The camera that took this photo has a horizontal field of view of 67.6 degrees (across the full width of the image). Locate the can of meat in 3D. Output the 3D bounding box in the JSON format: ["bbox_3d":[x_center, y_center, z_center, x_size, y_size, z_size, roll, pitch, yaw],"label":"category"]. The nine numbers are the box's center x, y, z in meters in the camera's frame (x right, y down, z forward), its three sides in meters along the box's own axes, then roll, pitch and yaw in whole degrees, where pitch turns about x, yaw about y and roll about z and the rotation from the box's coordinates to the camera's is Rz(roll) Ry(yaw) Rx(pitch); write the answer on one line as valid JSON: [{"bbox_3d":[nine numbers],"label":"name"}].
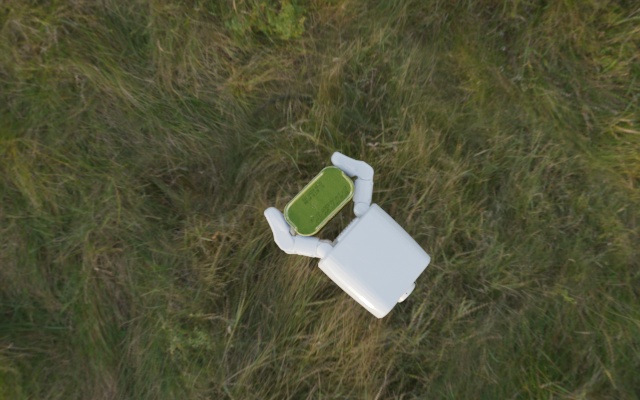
[{"bbox_3d":[0.000,0.002,0.638,0.102,0.057,0.084,-45,-3,1],"label":"can of meat"}]
